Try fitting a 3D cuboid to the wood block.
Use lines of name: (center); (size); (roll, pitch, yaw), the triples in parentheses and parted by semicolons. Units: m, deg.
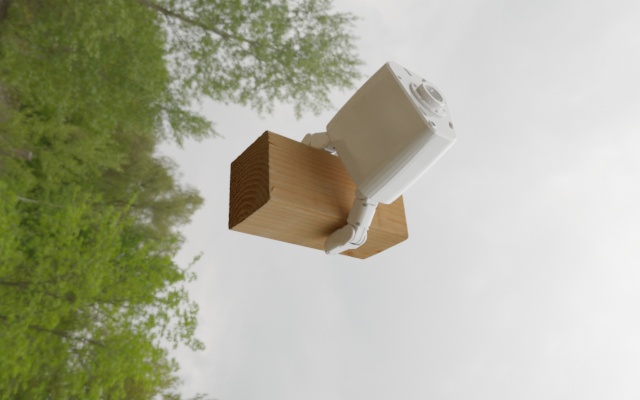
wood block: (0.000, 0.002, 0.585); (0.206, 0.090, 0.090); (17, -33, -34)
